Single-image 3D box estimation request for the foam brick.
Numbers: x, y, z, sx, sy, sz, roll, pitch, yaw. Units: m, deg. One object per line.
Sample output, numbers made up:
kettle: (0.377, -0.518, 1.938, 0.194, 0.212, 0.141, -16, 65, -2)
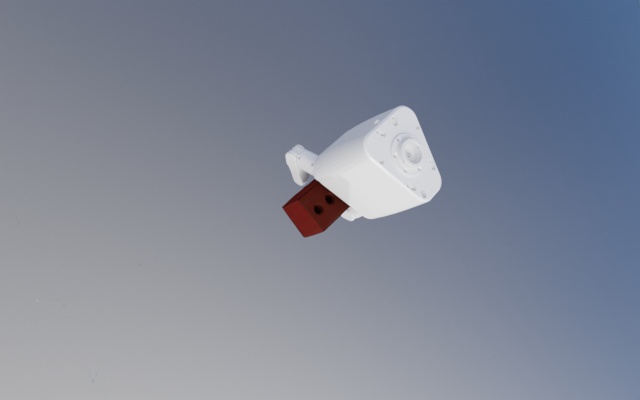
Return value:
foam brick: (0.000, 0.002, 0.622, 0.078, 0.053, 0.051, -43, 12, -29)
